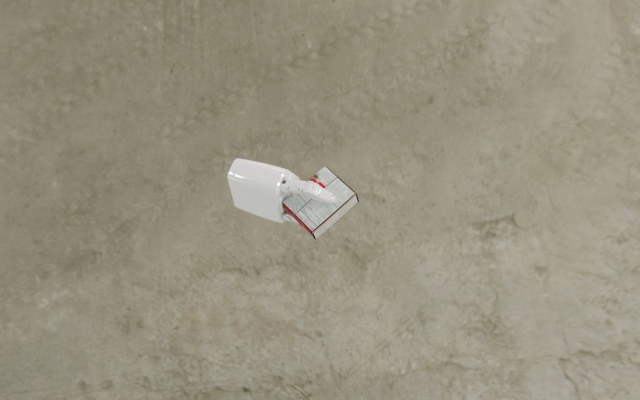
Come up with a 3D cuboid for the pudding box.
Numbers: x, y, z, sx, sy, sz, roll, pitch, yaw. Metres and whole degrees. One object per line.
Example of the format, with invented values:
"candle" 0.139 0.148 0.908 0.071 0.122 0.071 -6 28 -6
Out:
"pudding box" 0.000 0.003 0.878 0.090 0.113 0.039 44 -11 26
